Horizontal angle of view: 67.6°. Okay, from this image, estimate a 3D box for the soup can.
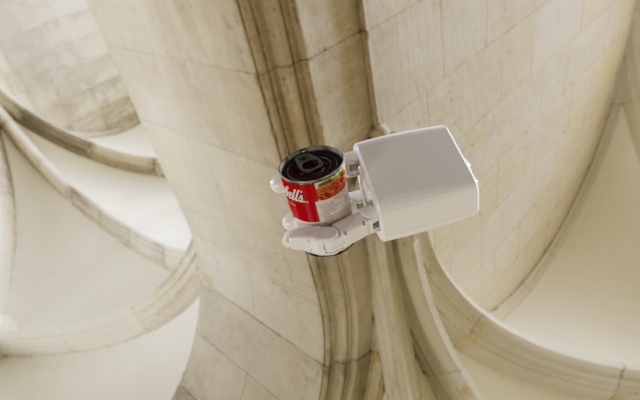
[{"bbox_3d":[0.000,0.002,0.511,0.068,0.102,0.068,-9,36,6],"label":"soup can"}]
